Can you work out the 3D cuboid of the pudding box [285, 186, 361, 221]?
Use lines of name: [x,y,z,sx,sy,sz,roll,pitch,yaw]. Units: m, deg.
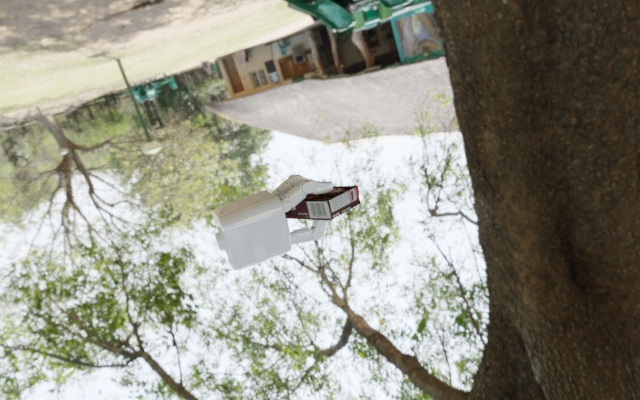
pudding box: [0.000,0.003,0.847,0.113,0.039,0.090,3,21,40]
